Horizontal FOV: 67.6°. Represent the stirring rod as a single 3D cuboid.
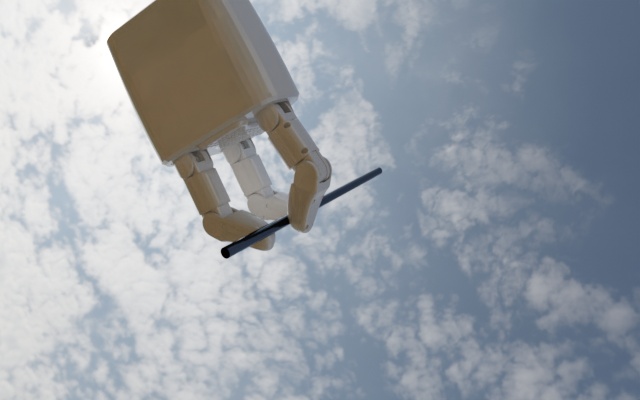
[{"bbox_3d":[0.000,0.001,0.405,0.011,0.011,0.239,0,16,32],"label":"stirring rod"}]
